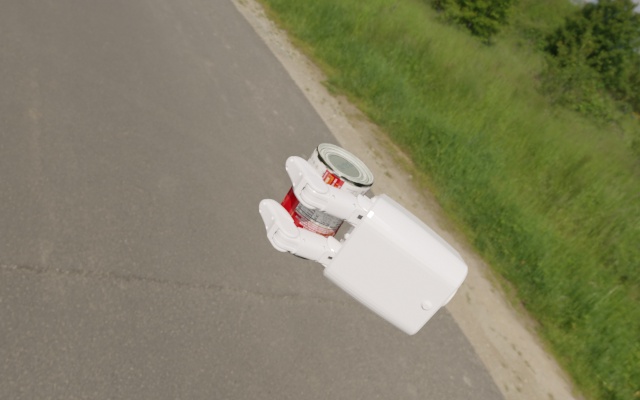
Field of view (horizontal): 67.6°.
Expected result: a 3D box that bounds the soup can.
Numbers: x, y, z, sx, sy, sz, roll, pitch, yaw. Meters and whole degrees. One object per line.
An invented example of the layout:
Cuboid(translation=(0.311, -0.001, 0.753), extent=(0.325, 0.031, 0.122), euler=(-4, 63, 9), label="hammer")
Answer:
Cuboid(translation=(0.000, 0.001, 0.488), extent=(0.068, 0.102, 0.068), euler=(27, 27, -15), label="soup can")
